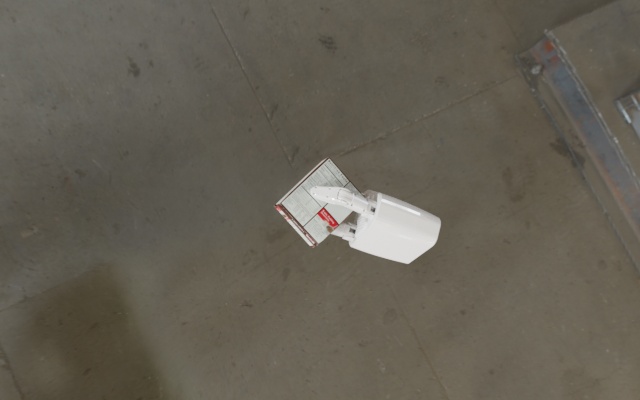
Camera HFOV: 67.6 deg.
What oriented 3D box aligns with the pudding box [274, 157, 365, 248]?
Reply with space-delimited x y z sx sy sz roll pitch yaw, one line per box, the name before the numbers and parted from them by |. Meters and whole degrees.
pudding box | 0.000 0.002 0.734 0.113 0.090 0.039 -44 5 -19
